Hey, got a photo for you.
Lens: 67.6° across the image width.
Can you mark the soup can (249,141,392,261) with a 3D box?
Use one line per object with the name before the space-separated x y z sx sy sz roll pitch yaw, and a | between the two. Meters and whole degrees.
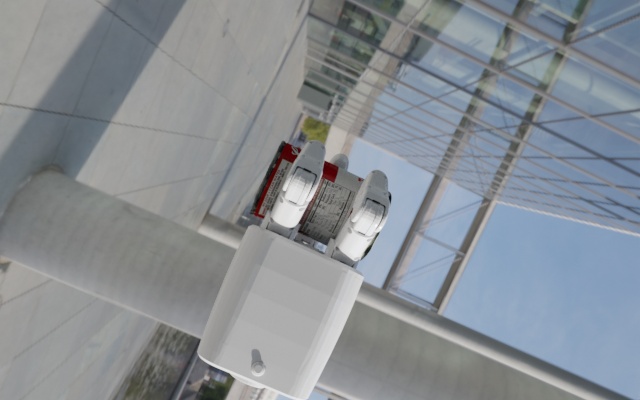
soup can | 0.001 0.001 0.404 0.102 0.068 0.068 25 -2 -5
